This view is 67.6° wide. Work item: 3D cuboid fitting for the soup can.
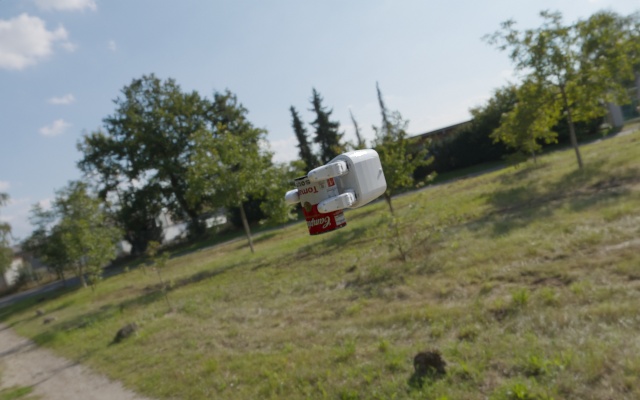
[{"bbox_3d":[0.000,0.003,0.829,0.068,0.102,0.068,-16,4,1],"label":"soup can"}]
